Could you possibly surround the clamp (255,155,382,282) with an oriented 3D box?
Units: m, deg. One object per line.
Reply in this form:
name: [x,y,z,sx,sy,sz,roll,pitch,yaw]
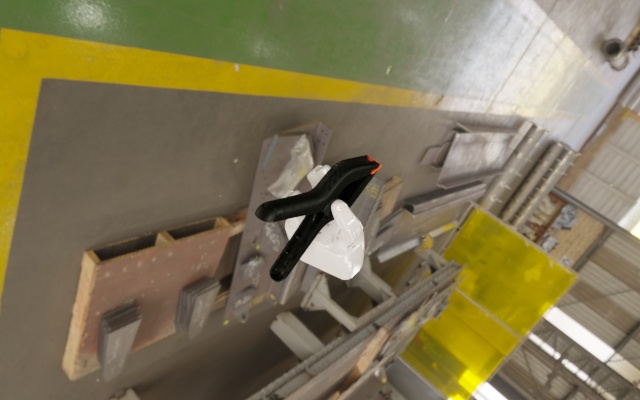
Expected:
clamp: [0.001,0.002,0.619,0.036,0.210,0.165,39,-19,24]
